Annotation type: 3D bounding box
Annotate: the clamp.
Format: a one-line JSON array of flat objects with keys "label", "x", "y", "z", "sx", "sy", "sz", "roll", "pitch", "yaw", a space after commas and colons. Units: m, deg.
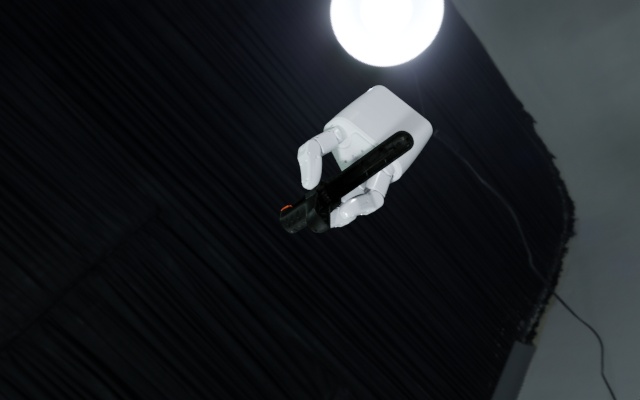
[{"label": "clamp", "x": -0.001, "y": 0.001, "z": 0.559, "sx": 0.164, "sy": 0.036, "sz": 0.210, "roll": -42, "pitch": 8, "yaw": -37}]
